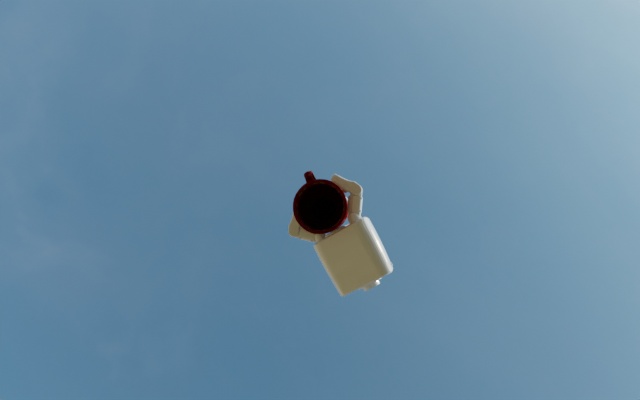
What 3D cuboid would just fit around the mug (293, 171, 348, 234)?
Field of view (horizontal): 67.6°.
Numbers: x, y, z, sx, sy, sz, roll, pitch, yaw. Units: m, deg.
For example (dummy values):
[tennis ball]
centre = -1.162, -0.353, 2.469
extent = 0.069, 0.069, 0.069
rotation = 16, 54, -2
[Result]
[mug]
centre = -0.001, 0.002, 0.840
extent = 0.093, 0.117, 0.081
rotation = -27, -9, 6
